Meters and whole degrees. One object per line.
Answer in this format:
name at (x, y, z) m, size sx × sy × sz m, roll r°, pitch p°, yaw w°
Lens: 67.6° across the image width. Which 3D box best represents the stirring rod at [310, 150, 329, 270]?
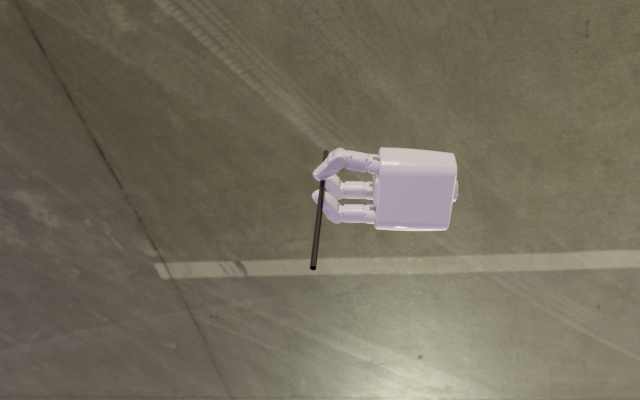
stirring rod at (0.000, 0.002, 0.655) m, size 0.011 × 0.011 × 0.239 m, roll 0°, pitch 40°, yaw 6°
